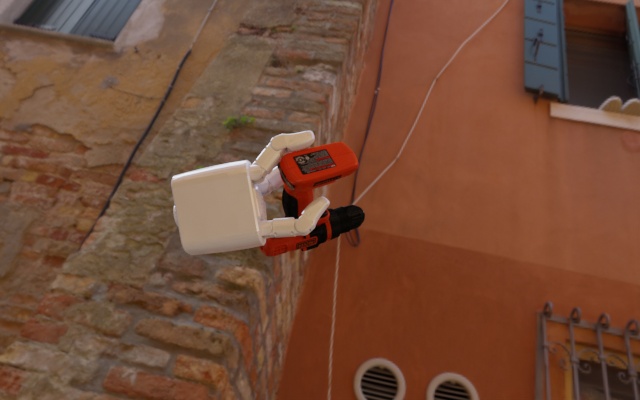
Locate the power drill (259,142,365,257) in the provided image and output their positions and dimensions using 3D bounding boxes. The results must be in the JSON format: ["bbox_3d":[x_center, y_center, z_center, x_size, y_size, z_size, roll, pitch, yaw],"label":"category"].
[{"bbox_3d":[0.000,0.002,0.710,0.184,0.057,0.188,-17,-36,-24],"label":"power drill"}]
